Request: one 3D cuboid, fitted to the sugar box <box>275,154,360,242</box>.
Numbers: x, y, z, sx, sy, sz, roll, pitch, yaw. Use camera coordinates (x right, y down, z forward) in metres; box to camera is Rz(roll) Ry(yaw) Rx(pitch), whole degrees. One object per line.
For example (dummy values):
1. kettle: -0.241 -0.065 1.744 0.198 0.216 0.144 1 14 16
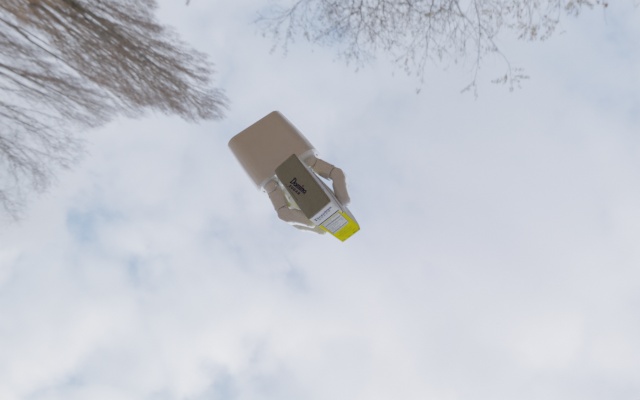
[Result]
1. sugar box: 0.000 0.003 0.715 0.048 0.093 0.176 -40 -24 7
